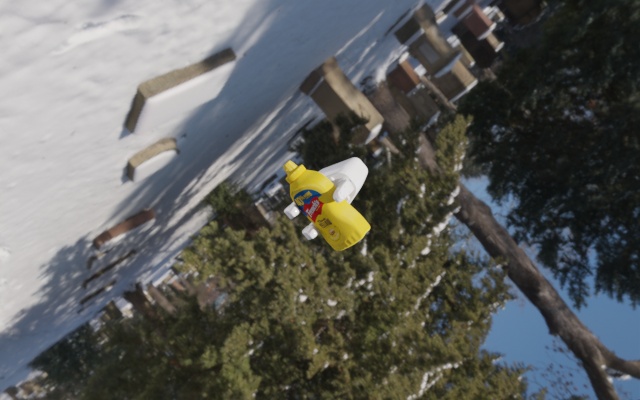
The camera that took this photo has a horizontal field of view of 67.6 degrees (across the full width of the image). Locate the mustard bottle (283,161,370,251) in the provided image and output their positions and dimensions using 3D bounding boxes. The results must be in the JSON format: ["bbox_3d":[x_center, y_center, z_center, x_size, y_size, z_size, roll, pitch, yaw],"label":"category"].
[{"bbox_3d":[0.000,0.003,0.885,0.058,0.191,0.096,-45,7,-36],"label":"mustard bottle"}]
